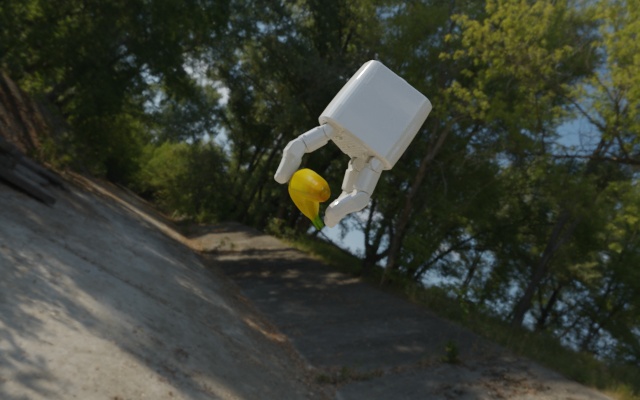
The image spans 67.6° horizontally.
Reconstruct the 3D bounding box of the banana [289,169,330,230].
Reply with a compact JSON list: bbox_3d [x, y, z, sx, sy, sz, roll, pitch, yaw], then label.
[{"bbox_3d":[-0.014,-0.010,0.630,0.069,0.037,0.198,42,-9,8],"label":"banana"}]
